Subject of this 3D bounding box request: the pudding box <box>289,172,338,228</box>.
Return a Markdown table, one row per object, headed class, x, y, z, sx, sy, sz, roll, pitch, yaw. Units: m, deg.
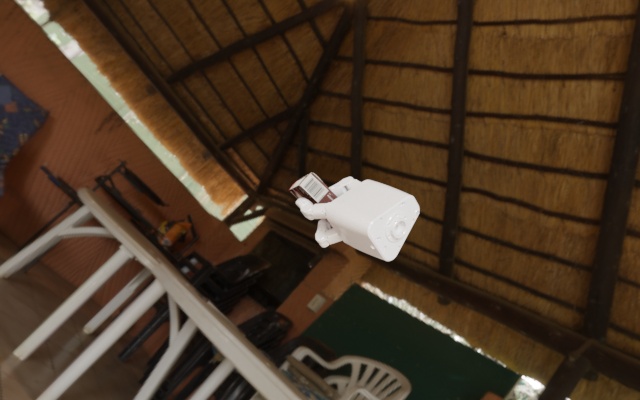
| class | x | y | z | sx | sy | sz | roll | pitch | yaw |
| --- | --- | --- | --- | --- | --- | --- | --- | --- | --- |
| pudding box | 0.000 | 0.003 | 0.888 | 0.039 | 0.113 | 0.090 | -46 | 8 | -16 |
